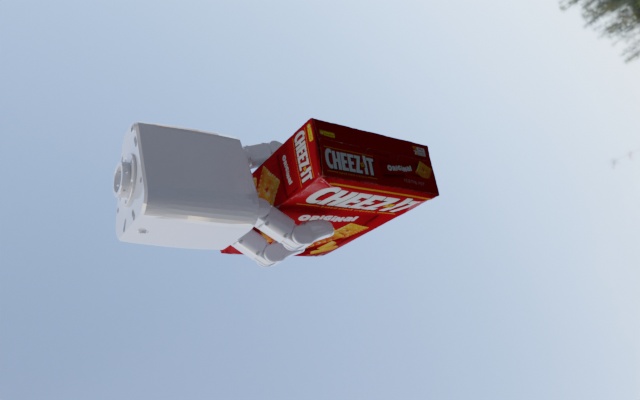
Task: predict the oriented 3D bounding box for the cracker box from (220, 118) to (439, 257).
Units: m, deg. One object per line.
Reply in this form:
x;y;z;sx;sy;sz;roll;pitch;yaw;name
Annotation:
0.000;0.002;0.550;0.164;0.072;0.214;6;-26;-36;cracker box
